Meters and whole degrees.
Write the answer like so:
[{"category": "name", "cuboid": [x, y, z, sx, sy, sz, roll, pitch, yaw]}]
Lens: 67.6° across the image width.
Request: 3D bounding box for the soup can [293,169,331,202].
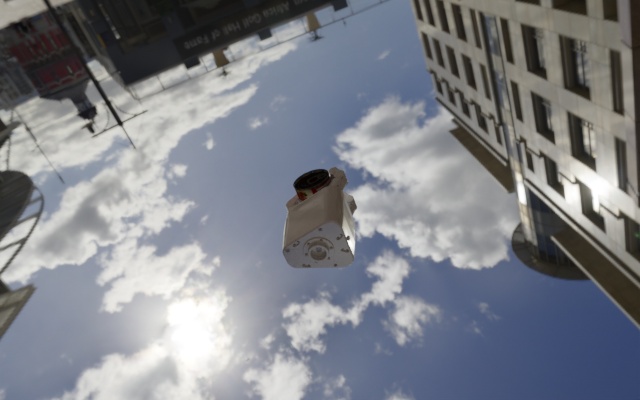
[{"category": "soup can", "cuboid": [0.000, 0.003, 0.873, 0.068, 0.102, 0.068, -18, 28, 10]}]
